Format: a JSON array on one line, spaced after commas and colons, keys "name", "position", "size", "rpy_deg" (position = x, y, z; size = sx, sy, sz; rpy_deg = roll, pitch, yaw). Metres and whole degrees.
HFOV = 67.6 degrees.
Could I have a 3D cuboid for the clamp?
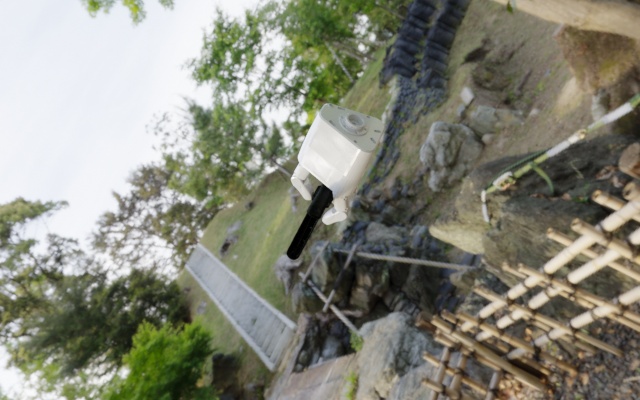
[{"name": "clamp", "position": [0.000, 0.002, 0.864], "size": [0.036, 0.209, 0.165], "rpy_deg": [29, -43, 0]}]
